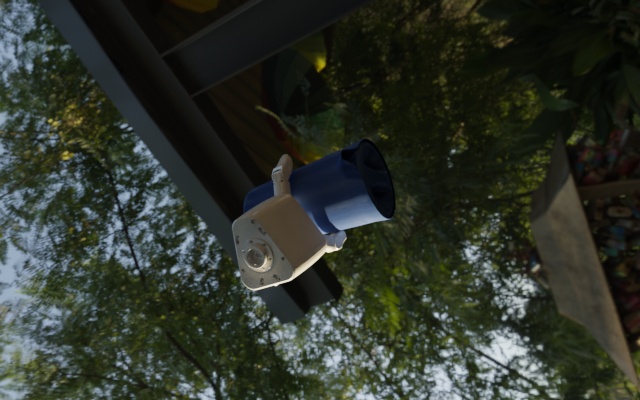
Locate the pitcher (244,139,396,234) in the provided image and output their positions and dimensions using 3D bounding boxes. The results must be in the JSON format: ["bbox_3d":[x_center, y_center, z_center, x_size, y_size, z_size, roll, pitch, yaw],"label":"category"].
[{"bbox_3d":[0.000,0.003,0.810,0.243,0.149,0.145,-18,10,27],"label":"pitcher"}]
